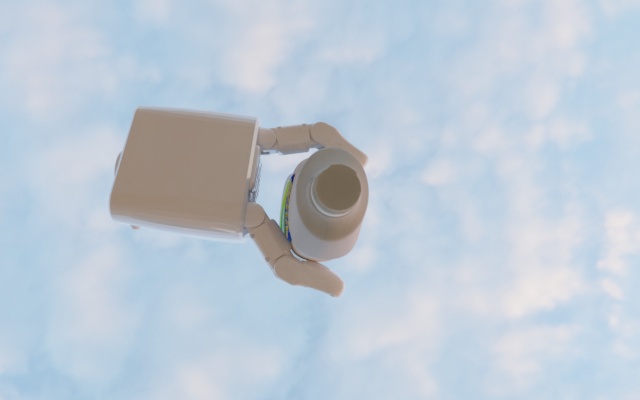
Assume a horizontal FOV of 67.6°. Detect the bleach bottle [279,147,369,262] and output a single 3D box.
[{"bbox_3d":[0.000,0.001,0.410,0.068,0.102,0.251,6,-9,-5],"label":"bleach bottle"}]
